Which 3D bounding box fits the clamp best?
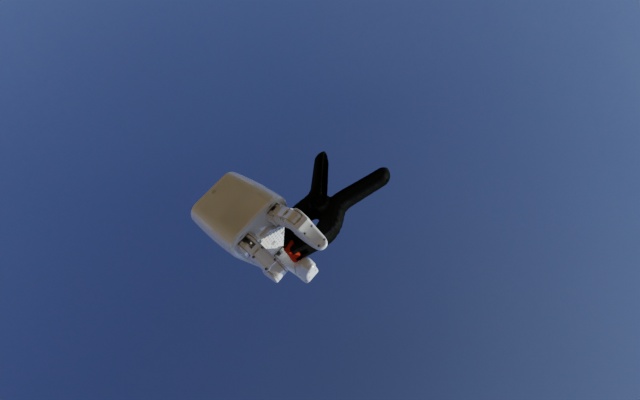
[{"bbox_3d":[0.000,0.003,0.640,0.120,0.171,0.039,26,-25,45],"label":"clamp"}]
